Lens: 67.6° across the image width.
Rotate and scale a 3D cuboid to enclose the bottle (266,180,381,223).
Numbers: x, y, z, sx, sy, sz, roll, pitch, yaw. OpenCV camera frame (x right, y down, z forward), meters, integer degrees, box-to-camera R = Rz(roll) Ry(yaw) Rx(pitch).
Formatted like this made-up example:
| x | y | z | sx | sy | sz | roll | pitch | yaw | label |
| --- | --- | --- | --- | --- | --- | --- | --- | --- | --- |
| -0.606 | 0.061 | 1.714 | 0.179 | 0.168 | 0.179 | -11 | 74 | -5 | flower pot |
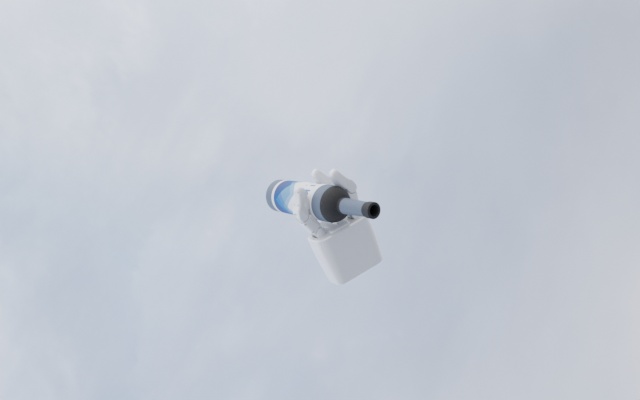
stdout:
| x | y | z | sx | sy | sz | roll | pitch | yaw | label |
| --- | --- | --- | --- | --- | --- | --- | --- | --- | --- |
| 0.000 | 0.003 | 0.871 | 0.069 | 0.069 | 0.295 | 0 | 5 | -35 | bottle |
